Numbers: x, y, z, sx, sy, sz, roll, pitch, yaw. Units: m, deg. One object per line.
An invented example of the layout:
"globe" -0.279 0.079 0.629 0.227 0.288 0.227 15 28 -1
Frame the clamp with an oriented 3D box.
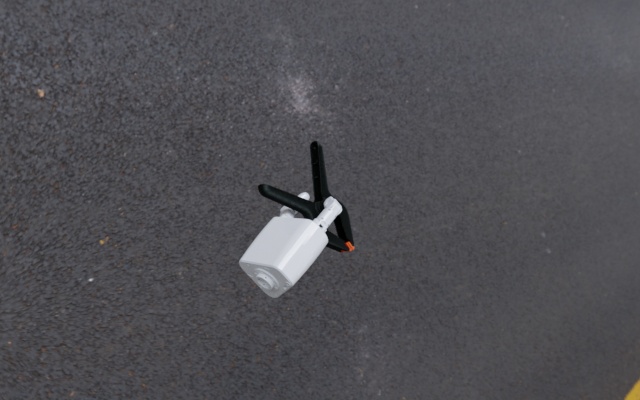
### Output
"clamp" 0.001 0.003 0.877 0.036 0.210 0.164 -17 27 52
